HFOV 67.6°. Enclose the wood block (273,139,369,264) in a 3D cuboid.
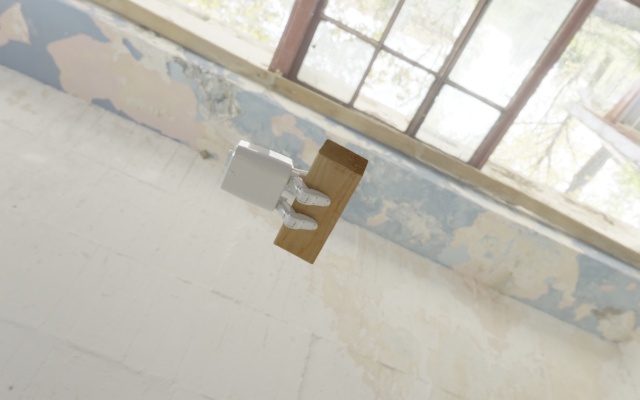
[{"bbox_3d":[0.000,0.003,0.895,0.090,0.206,0.090,28,27,-1],"label":"wood block"}]
